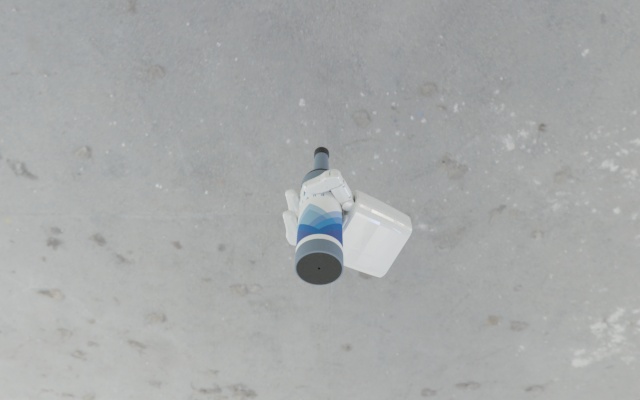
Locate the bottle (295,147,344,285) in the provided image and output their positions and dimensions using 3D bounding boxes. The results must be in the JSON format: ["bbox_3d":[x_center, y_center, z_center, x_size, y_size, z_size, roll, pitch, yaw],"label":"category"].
[{"bbox_3d":[0.000,0.003,0.757,0.069,0.069,0.295,0,38,1],"label":"bottle"}]
